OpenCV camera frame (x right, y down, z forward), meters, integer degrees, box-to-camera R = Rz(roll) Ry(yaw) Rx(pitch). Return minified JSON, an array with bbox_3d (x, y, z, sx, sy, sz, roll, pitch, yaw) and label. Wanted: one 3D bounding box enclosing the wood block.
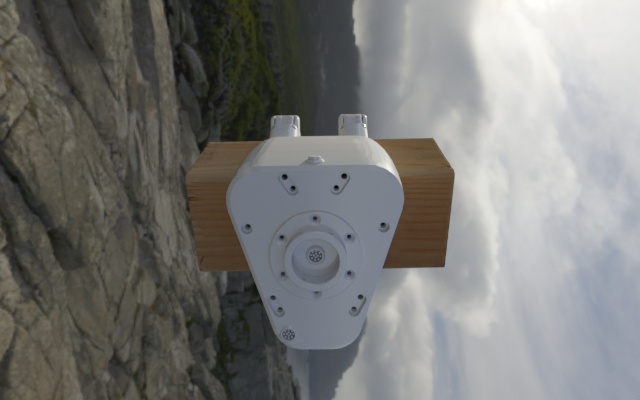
[{"bbox_3d":[0.000,0.002,0.420,0.206,0.091,0.090,-1,25,1],"label":"wood block"}]
